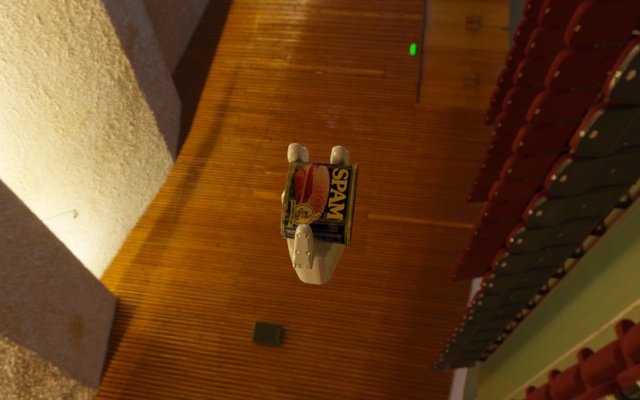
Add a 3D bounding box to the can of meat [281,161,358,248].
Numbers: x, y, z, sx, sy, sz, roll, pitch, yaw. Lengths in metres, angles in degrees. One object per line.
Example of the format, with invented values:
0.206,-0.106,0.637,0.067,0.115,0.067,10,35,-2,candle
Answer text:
0.000,0.002,0.586,0.084,0.102,0.057,5,-26,6,can of meat
